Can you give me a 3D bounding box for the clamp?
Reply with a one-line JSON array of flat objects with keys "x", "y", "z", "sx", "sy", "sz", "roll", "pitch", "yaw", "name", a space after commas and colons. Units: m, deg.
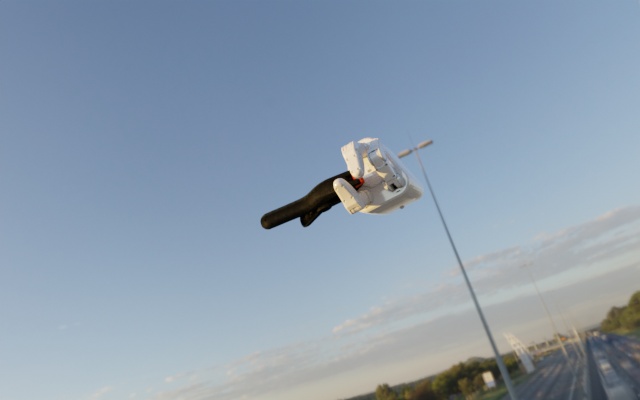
[{"x": 0.000, "y": 0.002, "z": 0.753, "sx": 0.171, "sy": 0.039, "sz": 0.120, "roll": -27, "pitch": -10, "yaw": 20, "name": "clamp"}]
